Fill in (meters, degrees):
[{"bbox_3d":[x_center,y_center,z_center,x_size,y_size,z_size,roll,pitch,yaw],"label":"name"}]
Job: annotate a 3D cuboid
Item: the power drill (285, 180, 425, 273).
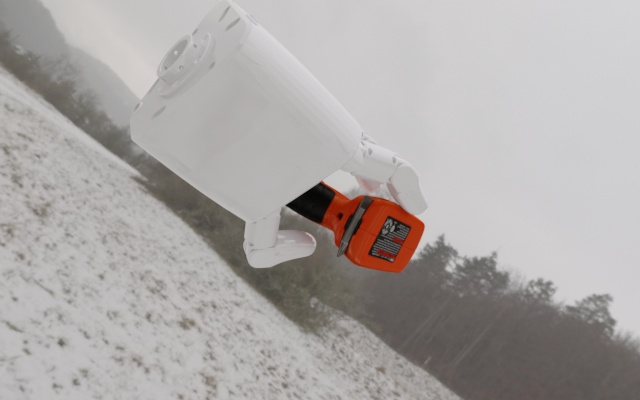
[{"bbox_3d":[0.000,0.002,0.453,0.187,0.057,0.184,27,4,33],"label":"power drill"}]
